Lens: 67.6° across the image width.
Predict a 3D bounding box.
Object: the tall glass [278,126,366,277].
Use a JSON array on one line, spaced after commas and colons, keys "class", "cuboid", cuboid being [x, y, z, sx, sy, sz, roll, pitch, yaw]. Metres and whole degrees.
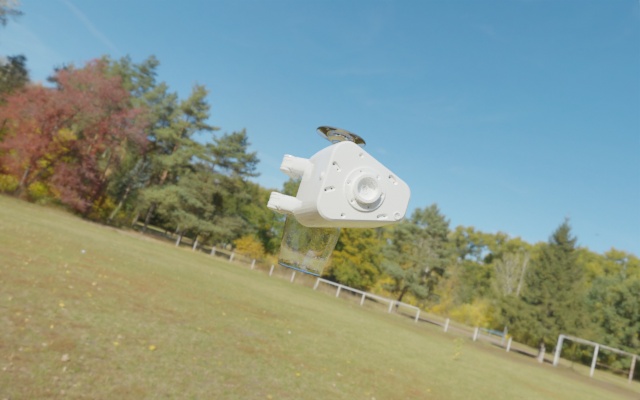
[{"class": "tall glass", "cuboid": [0.000, 0.002, 0.669, 0.079, 0.201, 0.079, 17, -9, 3]}]
